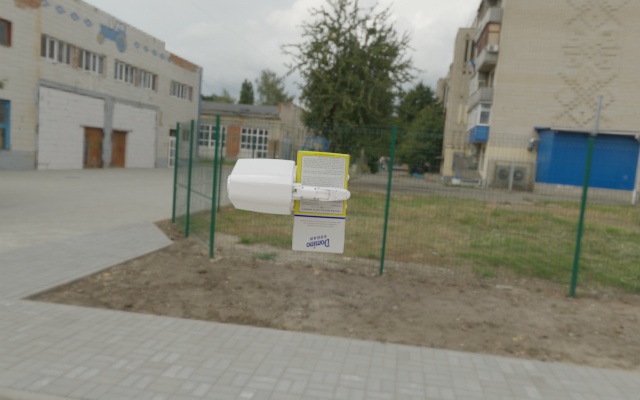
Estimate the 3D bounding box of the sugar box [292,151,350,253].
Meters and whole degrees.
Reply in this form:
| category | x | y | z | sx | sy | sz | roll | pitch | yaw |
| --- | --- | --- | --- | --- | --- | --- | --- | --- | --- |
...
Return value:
| category | x | y | z | sx | sy | sz | roll | pitch | yaw |
| --- | --- | --- | --- | --- | --- | --- | --- | --- | --- |
| sugar box | 0.000 | 0.003 | 0.853 | 0.093 | 0.176 | 0.048 | 4 | 6 | -1 |
